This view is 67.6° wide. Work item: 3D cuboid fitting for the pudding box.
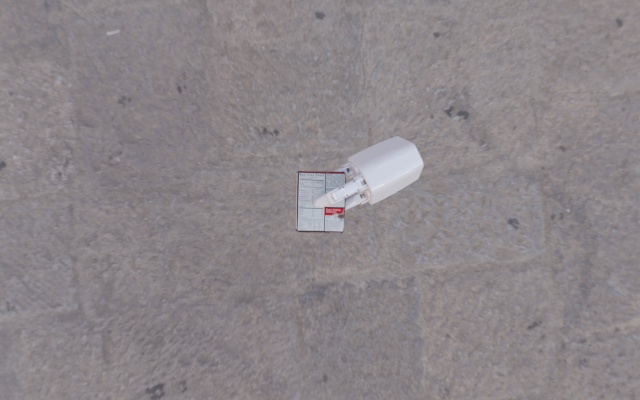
[{"bbox_3d":[0.000,0.003,0.873,0.090,0.113,0.039,2,0,-3],"label":"pudding box"}]
